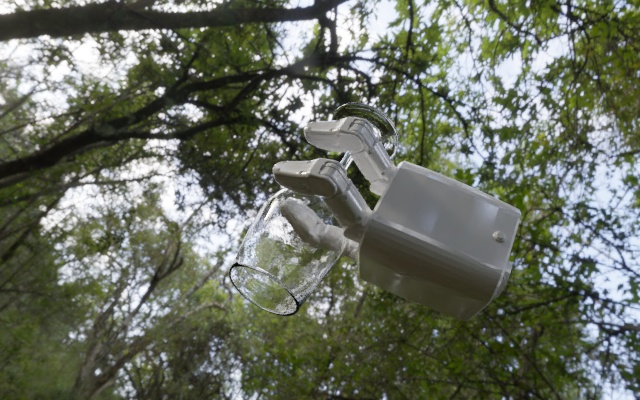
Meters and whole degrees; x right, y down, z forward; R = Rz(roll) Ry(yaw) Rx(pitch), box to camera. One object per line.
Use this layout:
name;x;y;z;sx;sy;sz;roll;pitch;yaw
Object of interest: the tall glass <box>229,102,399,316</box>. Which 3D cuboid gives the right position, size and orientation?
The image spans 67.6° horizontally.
tall glass;0.000;0.001;0.420;0.079;0.079;0.201;0;43;38
